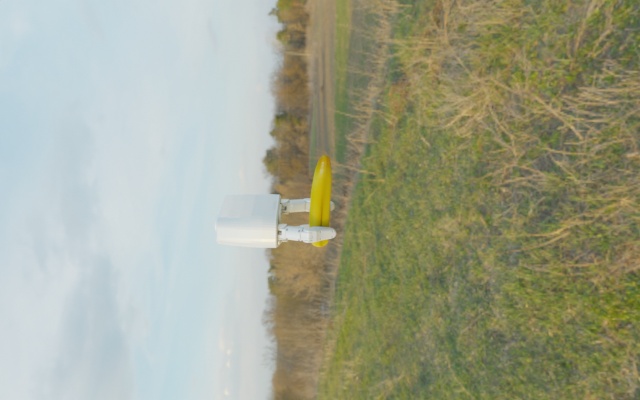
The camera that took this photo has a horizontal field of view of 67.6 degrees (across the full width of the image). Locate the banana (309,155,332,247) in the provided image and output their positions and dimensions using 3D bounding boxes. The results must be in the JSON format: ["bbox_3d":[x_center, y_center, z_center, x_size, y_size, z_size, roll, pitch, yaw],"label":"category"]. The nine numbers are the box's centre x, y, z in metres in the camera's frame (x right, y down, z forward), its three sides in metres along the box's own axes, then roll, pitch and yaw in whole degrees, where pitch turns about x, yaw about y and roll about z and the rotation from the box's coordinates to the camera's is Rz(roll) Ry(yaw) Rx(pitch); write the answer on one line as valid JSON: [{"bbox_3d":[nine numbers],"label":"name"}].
[{"bbox_3d":[-0.001,0.017,0.855,0.037,0.198,0.069,3,38,1],"label":"banana"}]
